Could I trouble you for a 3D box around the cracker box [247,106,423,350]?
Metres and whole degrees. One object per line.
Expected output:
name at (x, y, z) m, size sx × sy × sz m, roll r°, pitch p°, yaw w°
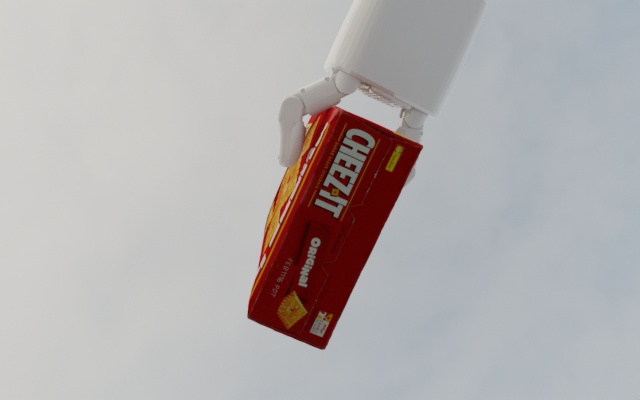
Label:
cracker box at (0.000, 0.001, 0.428) m, size 0.072 × 0.164 × 0.213 m, roll 23°, pitch 10°, yaw -8°
